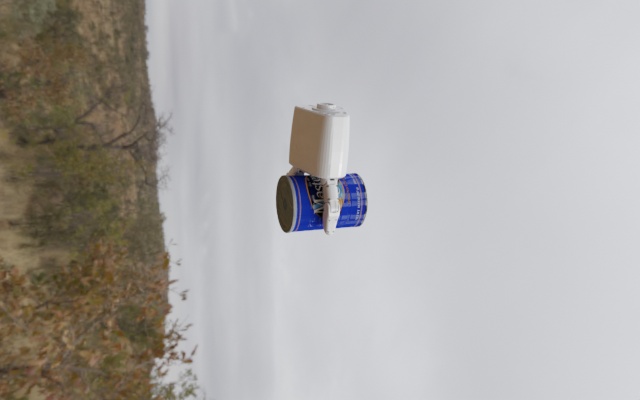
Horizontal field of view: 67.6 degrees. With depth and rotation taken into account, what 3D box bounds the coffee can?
[{"bbox_3d":[0.000,0.003,0.867,0.140,0.103,0.103,-3,1,-22],"label":"coffee can"}]
